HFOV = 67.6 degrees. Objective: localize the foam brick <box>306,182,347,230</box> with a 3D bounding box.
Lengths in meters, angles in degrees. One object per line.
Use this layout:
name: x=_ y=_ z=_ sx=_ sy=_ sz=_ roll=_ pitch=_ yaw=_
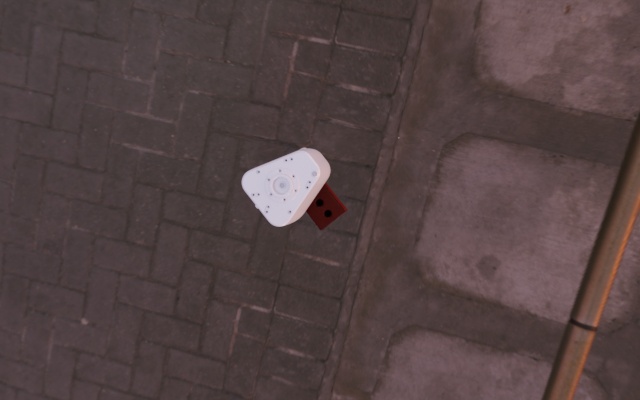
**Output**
foam brick: x=0.000 y=0.003 z=0.786 sx=0.053 sy=0.078 sz=0.051 roll=-39 pitch=0 yaw=6
